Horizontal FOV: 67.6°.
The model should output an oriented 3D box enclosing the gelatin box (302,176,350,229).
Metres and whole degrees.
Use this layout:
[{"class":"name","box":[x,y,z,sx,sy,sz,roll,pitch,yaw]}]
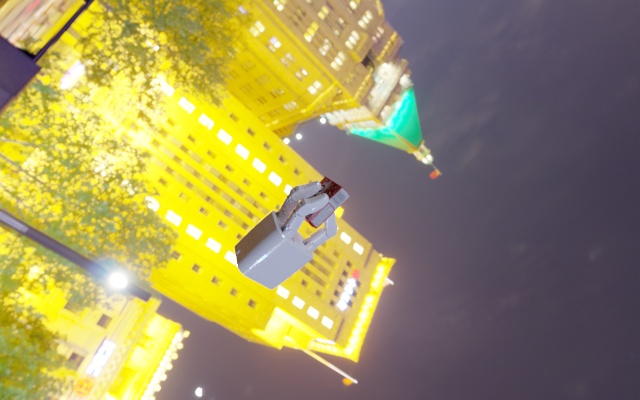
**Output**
[{"class":"gelatin box","box":[0.001,0.003,0.880,0.030,0.089,0.073,50,-6,-30]}]
